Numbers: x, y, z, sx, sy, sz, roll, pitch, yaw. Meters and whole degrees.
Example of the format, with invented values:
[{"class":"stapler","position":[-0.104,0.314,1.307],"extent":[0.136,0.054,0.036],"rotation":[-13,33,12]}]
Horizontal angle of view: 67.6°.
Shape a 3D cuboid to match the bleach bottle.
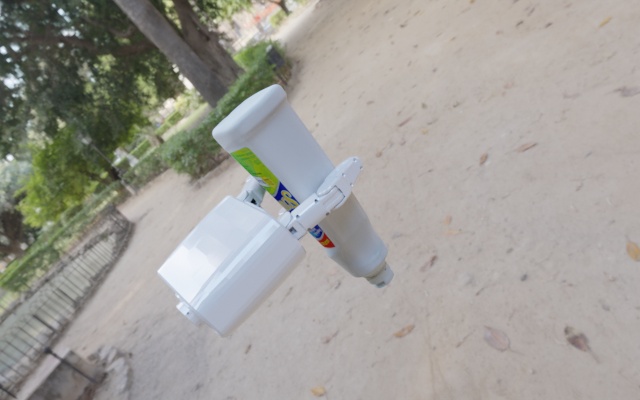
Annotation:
[{"class":"bleach bottle","position":[0.000,0.002,0.502],"extent":[0.068,0.251,0.102],"rotation":[-48,21,-18]}]
